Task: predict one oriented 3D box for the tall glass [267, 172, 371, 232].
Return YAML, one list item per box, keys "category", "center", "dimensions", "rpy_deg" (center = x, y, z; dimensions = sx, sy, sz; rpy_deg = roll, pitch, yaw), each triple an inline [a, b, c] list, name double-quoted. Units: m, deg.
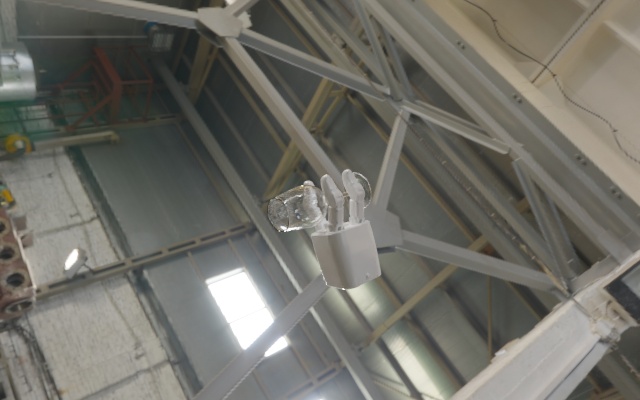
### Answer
- category: "tall glass"
  center: [0.001, 0.003, 0.884]
  dimensions: [0.201, 0.079, 0.079]
  rpy_deg: [-16, 10, -39]
